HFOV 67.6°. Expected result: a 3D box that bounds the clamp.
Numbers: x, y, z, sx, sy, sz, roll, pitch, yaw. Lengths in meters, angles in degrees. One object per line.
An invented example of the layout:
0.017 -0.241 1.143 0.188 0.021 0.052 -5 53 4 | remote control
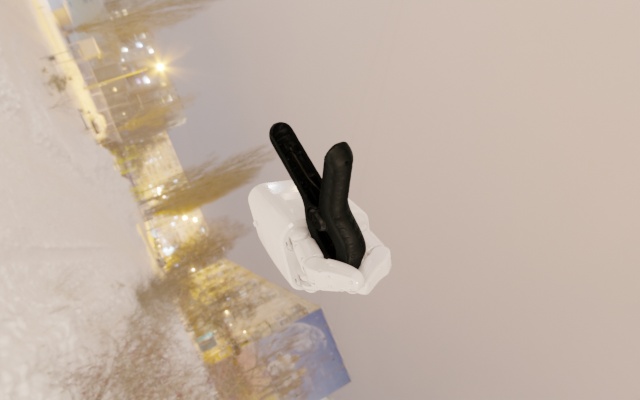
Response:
0.001 0.001 0.467 0.039 0.172 0.120 -24 37 -19 | clamp
